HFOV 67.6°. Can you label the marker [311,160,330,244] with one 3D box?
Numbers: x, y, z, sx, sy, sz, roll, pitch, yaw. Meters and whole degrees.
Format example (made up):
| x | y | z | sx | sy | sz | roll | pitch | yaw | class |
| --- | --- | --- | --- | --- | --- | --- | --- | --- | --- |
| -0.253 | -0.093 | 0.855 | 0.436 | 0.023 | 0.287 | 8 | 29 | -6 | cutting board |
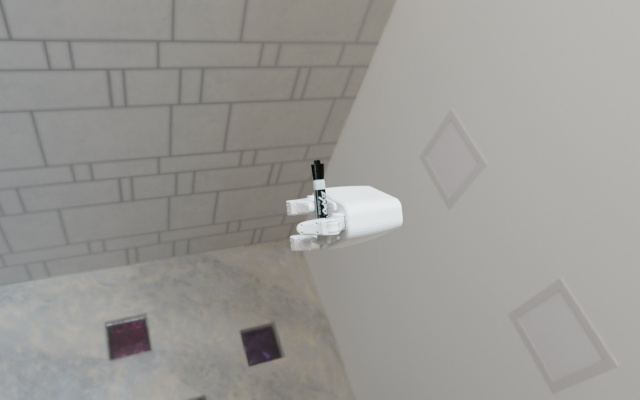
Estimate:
| x | y | z | sx | sy | sz | roll | pitch | yaw | class |
| --- | --- | --- | --- | --- | --- | --- | --- | --- | --- |
| 0.000 | 0.002 | 0.687 | 0.020 | 0.121 | 0.020 | -5 | 4 | 0 | marker |
